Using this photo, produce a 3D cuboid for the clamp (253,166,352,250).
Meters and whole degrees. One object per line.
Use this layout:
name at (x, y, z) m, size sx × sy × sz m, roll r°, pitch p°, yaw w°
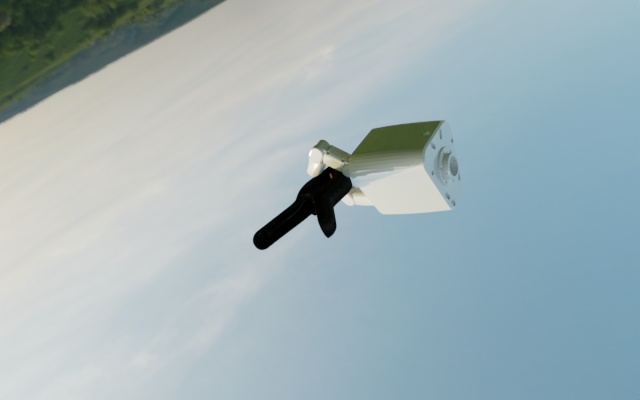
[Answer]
clamp at (0.000, 0.002, 0.610) m, size 0.120 × 0.039 × 0.171 m, roll -2°, pitch 36°, yaw 40°
